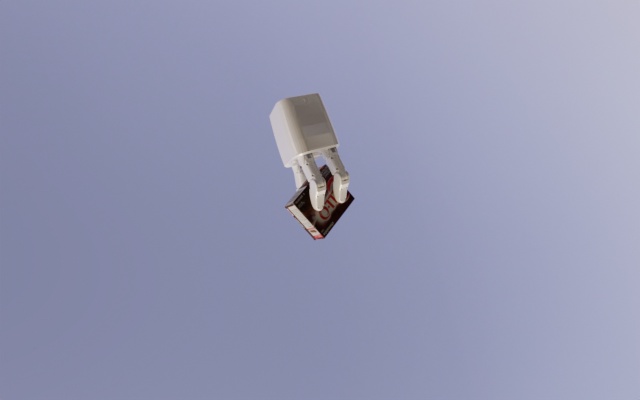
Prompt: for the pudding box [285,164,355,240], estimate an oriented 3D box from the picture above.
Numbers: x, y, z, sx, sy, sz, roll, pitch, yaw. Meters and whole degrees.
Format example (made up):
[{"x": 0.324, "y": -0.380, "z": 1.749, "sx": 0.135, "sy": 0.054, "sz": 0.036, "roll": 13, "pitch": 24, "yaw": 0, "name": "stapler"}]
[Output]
[{"x": 0.000, "y": 0.003, "z": 0.881, "sx": 0.113, "sy": 0.090, "sz": 0.039, "roll": -50, "pitch": 17, "yaw": -29, "name": "pudding box"}]
